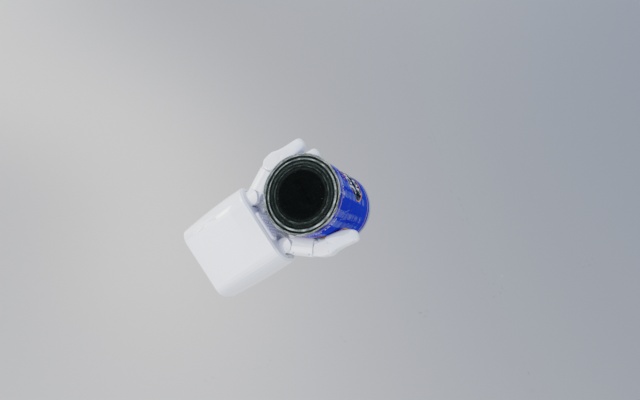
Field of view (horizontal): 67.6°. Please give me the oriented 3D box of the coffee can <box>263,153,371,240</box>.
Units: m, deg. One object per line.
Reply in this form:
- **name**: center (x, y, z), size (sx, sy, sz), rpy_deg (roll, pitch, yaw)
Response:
- **coffee can**: center (0.000, 0.002, 0.641), size (0.103, 0.103, 0.140), rpy_deg (0, -8, 21)
